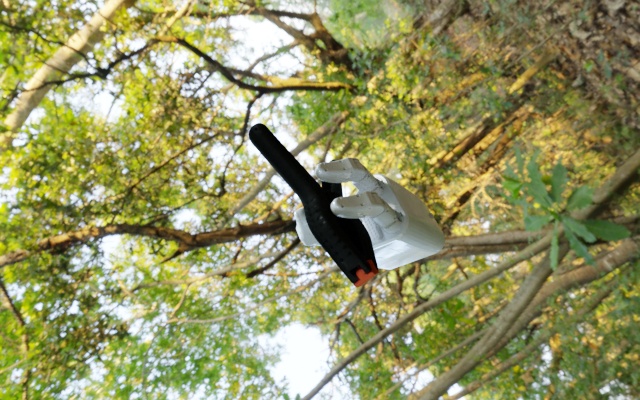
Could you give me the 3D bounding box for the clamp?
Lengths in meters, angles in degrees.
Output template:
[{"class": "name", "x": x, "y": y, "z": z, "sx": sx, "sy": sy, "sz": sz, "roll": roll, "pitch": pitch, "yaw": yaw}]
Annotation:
[{"class": "clamp", "x": 0.000, "y": 0.003, "z": 0.548, "sx": 0.036, "sy": 0.209, "sz": 0.164, "roll": -42, "pitch": -40, "yaw": 22}]
